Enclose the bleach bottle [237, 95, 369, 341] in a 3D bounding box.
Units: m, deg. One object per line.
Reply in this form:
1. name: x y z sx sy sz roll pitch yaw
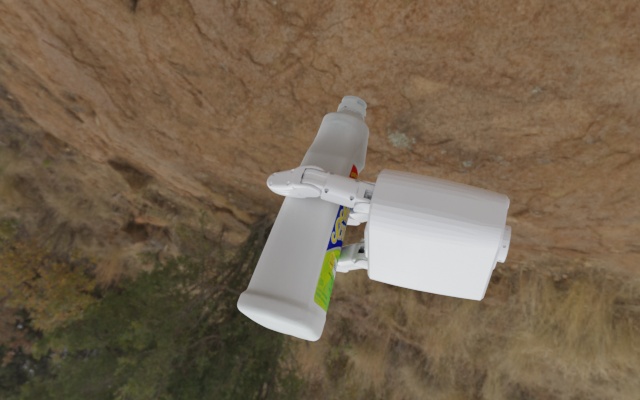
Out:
1. bleach bottle: 0.000 0.002 0.469 0.068 0.250 0.103 11 -22 16
